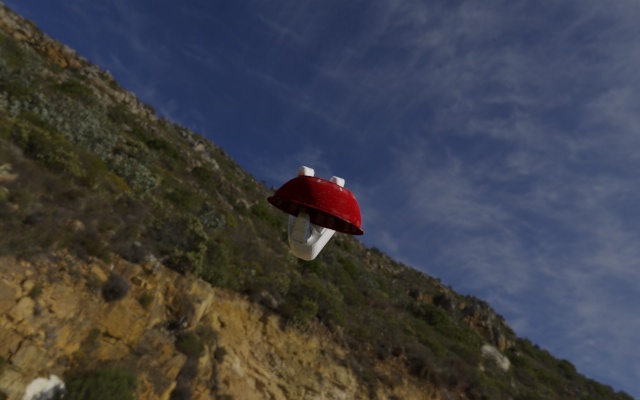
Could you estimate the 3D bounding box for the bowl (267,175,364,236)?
[{"bbox_3d":[0.001,0.002,0.752,0.162,0.055,0.162,19,-10,3],"label":"bowl"}]
